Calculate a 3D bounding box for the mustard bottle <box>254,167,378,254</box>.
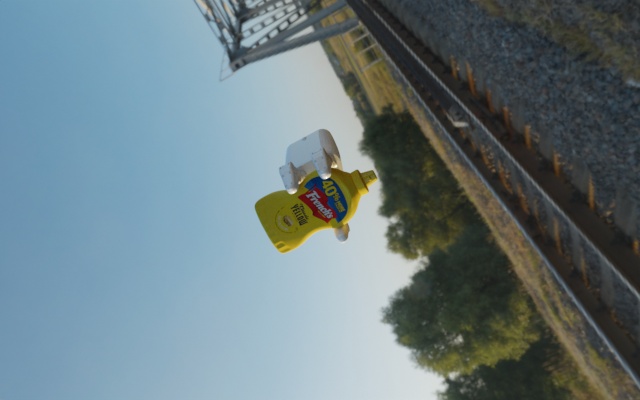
[{"bbox_3d":[0.000,0.003,0.748,0.191,0.096,0.058,-27,6,10],"label":"mustard bottle"}]
